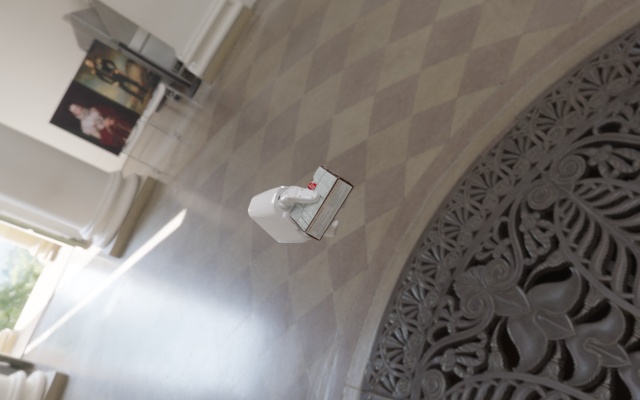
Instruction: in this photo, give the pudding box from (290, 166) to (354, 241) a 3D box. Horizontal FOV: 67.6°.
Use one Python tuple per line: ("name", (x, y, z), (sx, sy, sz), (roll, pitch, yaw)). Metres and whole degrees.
("pudding box", (0.000, 0.003, 0.829), (0.039, 0.113, 0.090), (27, 6, -27))
